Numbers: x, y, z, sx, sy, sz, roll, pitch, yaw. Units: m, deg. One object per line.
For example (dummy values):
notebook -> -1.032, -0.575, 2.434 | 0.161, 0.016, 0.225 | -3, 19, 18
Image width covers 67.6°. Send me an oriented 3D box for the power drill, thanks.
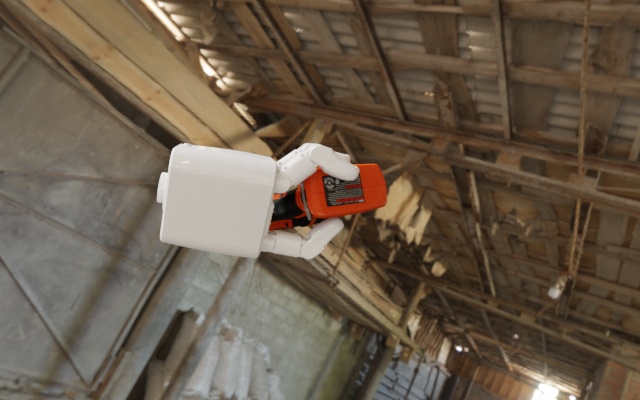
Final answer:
power drill -> 0.000, 0.002, 0.614 | 0.184, 0.057, 0.188 | -10, -6, -31
